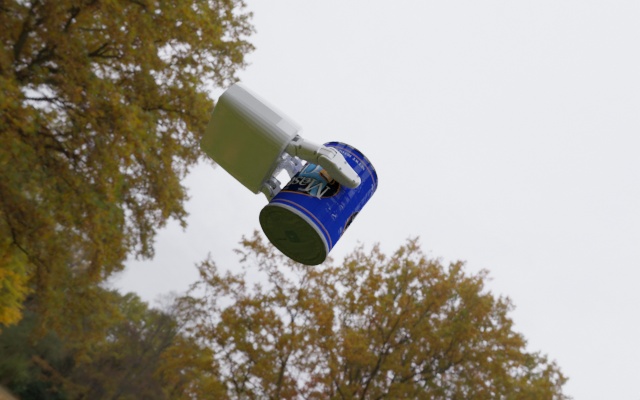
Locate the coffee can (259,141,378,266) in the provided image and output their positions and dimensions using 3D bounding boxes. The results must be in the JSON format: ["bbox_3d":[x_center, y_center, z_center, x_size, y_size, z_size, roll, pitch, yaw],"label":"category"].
[{"bbox_3d":[0.000,0.002,0.638,0.103,0.103,0.140,0,39,43],"label":"coffee can"}]
